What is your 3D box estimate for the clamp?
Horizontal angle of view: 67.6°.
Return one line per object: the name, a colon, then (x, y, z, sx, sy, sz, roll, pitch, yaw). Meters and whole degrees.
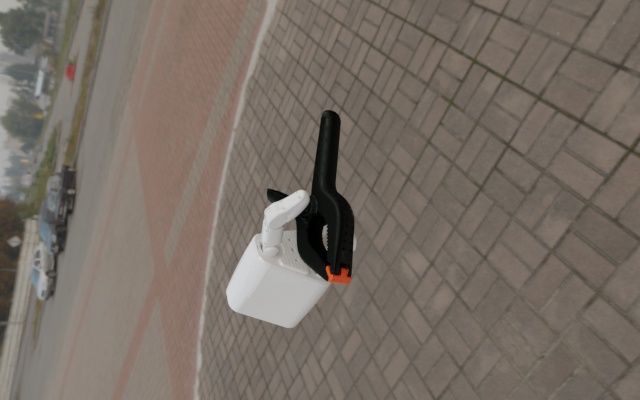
clamp: (-0.001, 0.002, 0.574, 0.036, 0.165, 0.209, 12, 36, -33)
